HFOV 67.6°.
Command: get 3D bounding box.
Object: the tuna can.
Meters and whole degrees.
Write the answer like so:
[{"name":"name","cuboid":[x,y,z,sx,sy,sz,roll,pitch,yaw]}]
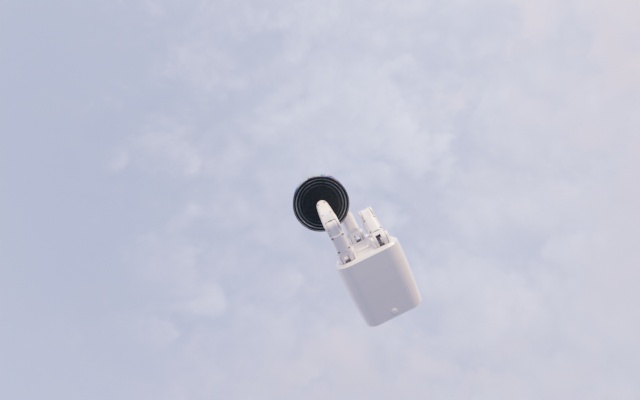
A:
[{"name":"tuna can","cuboid":[0.000,0.002,0.729,0.086,0.086,0.033,0,12,-3]}]
